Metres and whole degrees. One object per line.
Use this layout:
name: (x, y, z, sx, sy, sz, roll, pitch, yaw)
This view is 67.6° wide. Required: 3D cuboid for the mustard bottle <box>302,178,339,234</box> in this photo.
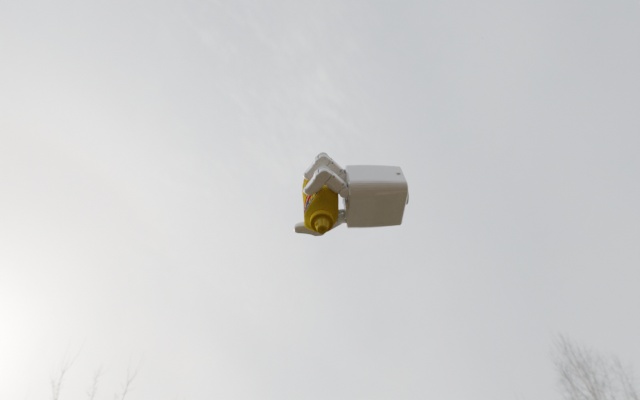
mustard bottle: (0.000, 0.003, 0.885, 0.058, 0.096, 0.191, 21, 26, -14)
